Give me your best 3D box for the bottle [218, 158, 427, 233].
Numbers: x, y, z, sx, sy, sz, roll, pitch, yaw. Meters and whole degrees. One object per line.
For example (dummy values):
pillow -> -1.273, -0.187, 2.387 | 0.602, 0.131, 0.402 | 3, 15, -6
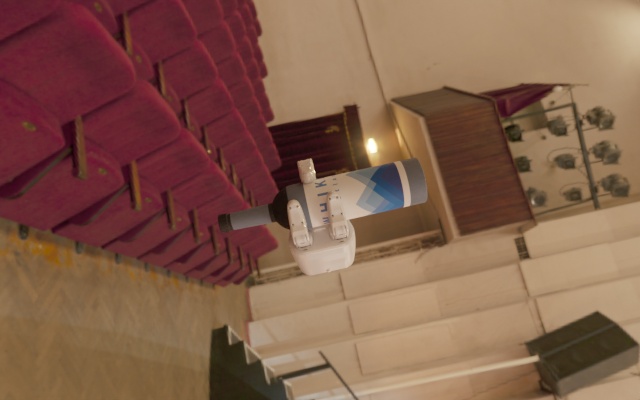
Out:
bottle -> 0.000, 0.002, 0.686 | 0.296, 0.069, 0.069 | -13, 0, 0
